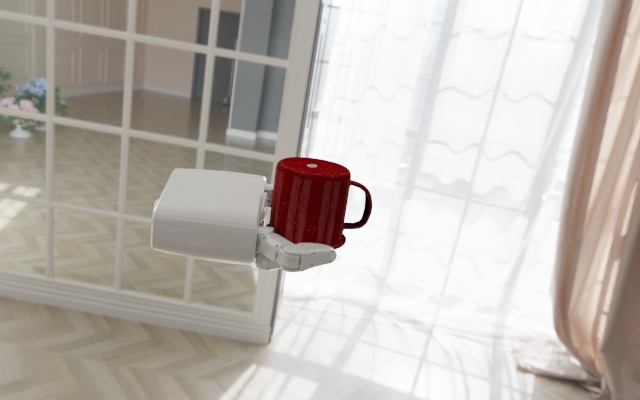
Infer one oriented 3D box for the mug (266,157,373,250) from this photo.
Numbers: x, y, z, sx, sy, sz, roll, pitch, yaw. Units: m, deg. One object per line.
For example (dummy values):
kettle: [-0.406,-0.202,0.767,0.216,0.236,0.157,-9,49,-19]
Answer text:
mug: [0.002,0.002,0.522,0.117,0.081,0.093,6,17,-7]
